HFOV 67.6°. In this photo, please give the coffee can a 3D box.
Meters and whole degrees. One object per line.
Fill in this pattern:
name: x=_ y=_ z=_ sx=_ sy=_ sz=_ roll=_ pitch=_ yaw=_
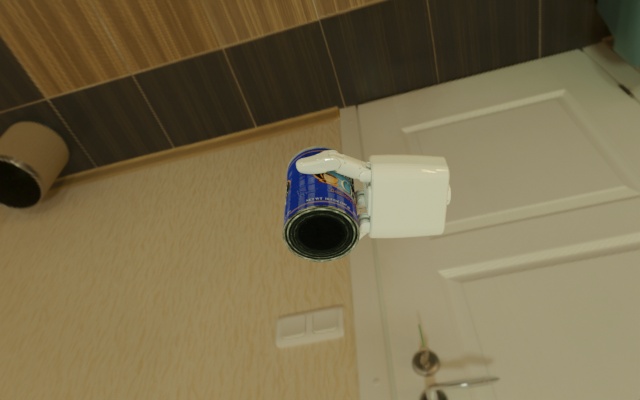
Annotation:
coffee can: x=0.000 y=0.002 z=0.682 sx=0.103 sy=0.103 sz=0.140 roll=0 pitch=40 yaw=-1
